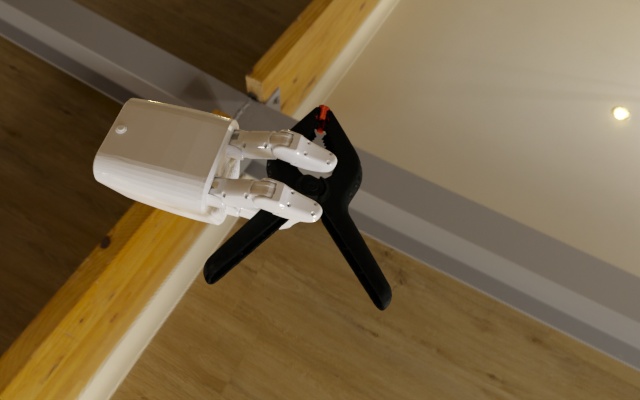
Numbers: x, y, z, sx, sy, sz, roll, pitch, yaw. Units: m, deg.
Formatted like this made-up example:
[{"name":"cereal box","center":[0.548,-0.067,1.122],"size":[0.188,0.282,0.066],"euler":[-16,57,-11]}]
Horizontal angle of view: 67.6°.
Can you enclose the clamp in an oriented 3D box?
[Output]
[{"name":"clamp","center":[0.000,0.001,0.457],"size":[0.164,0.210,0.036],"euler":[16,-29,-1]}]
